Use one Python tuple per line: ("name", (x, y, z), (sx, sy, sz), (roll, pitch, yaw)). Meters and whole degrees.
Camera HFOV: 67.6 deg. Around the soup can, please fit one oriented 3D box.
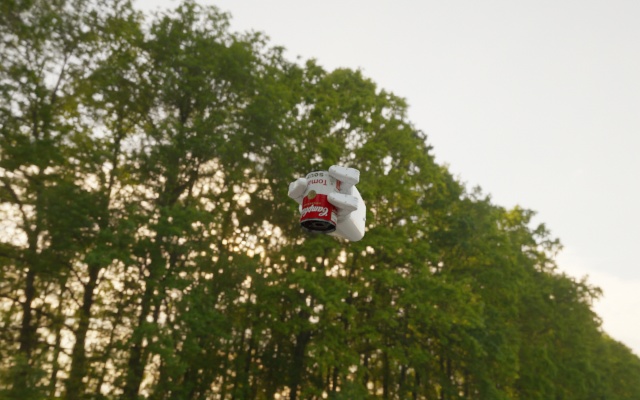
("soup can", (0.000, 0.002, 0.887), (0.068, 0.102, 0.068), (5, -25, 2))
